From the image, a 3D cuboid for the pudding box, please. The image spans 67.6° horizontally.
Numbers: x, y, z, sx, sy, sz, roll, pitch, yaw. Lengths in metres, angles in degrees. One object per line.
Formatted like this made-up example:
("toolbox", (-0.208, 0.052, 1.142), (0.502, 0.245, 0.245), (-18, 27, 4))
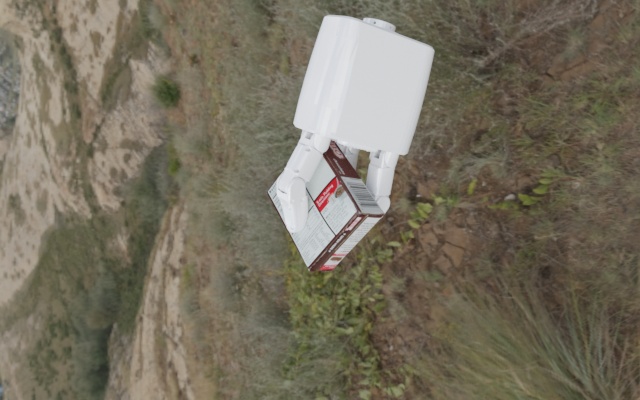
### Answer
("pudding box", (0.000, 0.002, 0.485), (0.039, 0.113, 0.090), (7, -48, -43))
